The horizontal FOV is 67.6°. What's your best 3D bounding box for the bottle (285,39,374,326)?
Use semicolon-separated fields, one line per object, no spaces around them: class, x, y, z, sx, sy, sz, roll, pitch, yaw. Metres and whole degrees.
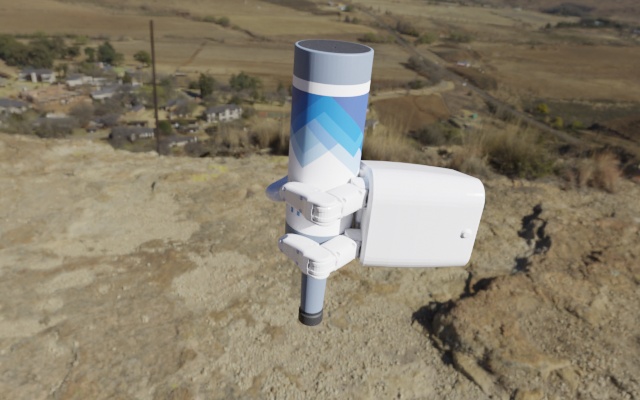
bottle;0.000;0.001;0.466;0.069;0.296;0.069;4;27;-2
